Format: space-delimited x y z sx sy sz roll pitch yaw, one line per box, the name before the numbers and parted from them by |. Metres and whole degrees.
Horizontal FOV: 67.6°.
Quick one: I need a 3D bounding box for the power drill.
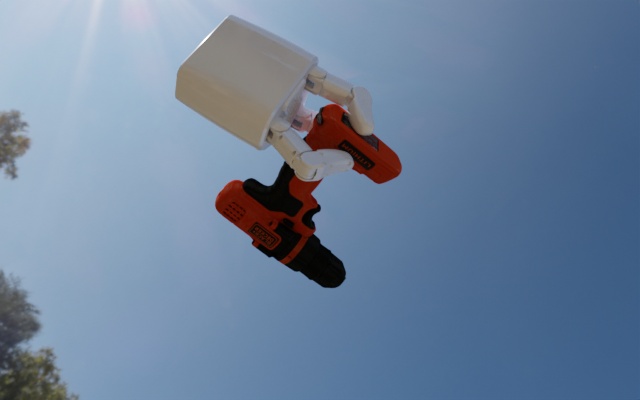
power drill | 0.000 0.001 0.537 0.184 0.188 0.057 38 25 -16
